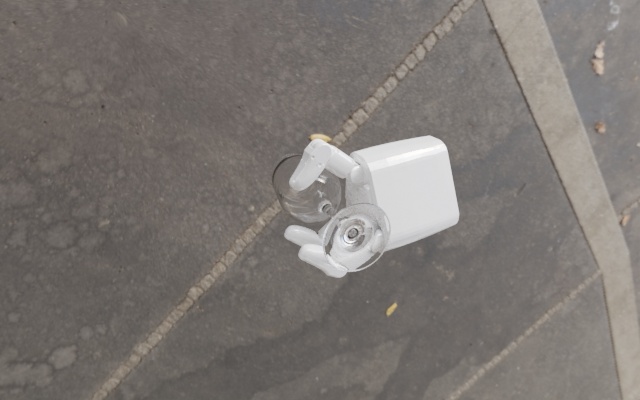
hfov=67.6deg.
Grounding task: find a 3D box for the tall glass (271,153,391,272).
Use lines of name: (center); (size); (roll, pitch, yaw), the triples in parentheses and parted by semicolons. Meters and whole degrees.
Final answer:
tall glass: (0.000, 0.002, 0.552); (0.079, 0.079, 0.201); (0, 21, -24)
